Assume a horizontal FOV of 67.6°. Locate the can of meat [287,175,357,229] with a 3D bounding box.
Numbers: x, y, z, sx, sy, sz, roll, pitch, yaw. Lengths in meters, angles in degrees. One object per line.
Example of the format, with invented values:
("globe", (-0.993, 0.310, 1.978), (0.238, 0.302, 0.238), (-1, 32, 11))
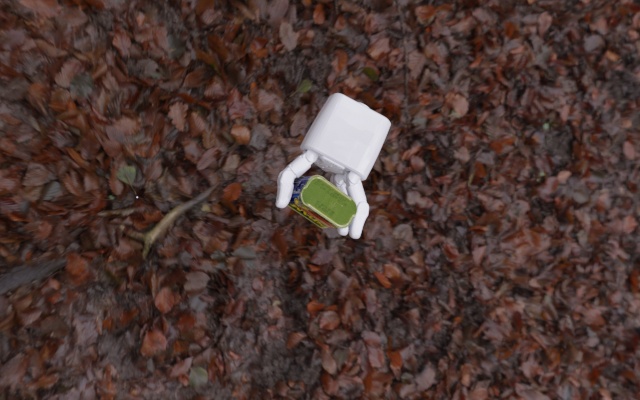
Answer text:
("can of meat", (0.000, 0.003, 0.765), (0.102, 0.057, 0.084), (35, -12, -18))
